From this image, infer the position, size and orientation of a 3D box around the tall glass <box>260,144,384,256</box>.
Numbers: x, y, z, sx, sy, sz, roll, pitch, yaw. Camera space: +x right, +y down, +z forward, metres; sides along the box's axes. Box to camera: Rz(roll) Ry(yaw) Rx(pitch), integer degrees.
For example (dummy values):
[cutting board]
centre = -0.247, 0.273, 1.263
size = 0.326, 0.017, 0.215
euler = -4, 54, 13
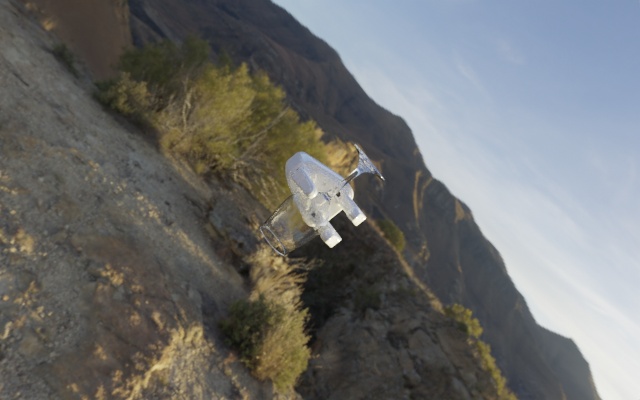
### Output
[tall glass]
centre = 0.001, 0.002, 0.758
size = 0.201, 0.079, 0.079
euler = -39, -4, 5
